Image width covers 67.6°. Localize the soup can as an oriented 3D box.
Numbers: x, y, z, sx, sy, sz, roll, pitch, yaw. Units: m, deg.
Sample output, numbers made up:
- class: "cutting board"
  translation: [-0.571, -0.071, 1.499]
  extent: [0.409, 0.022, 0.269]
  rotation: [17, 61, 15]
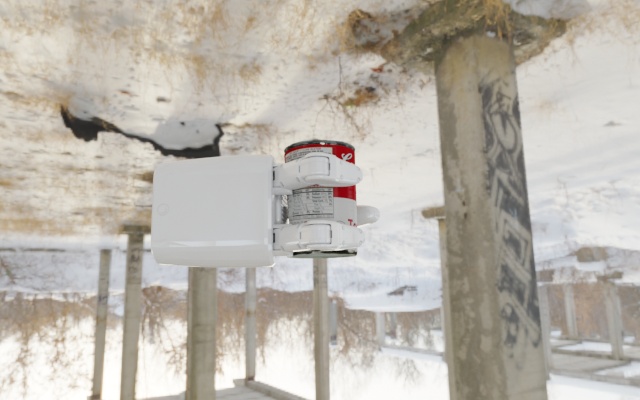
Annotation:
- class: "soup can"
  translation: [0.001, 0.002, 0.447]
  extent: [0.068, 0.102, 0.068]
  rotation: [-1, -10, 0]
